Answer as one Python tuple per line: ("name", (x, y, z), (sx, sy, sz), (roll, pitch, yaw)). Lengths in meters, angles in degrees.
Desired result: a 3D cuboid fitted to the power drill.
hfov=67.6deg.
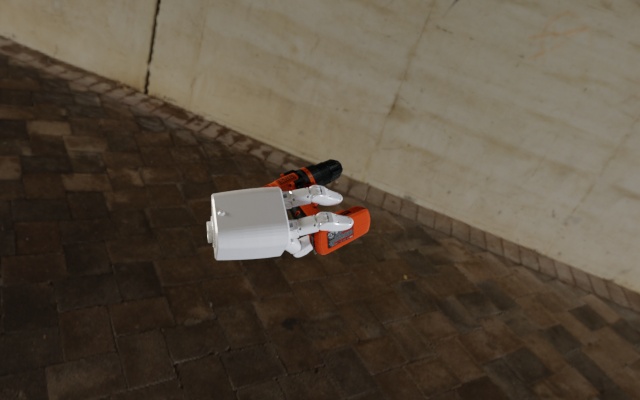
("power drill", (0.000, 0.003, 0.827), (0.184, 0.057, 0.187), (-27, 41, -22))
